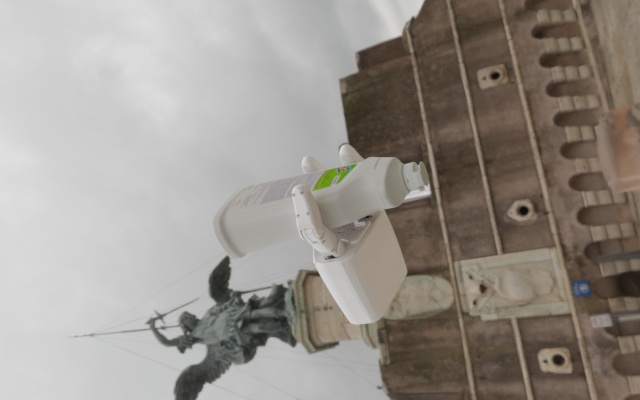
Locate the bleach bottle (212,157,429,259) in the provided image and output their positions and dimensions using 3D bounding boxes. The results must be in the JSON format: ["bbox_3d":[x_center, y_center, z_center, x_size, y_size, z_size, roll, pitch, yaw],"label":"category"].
[{"bbox_3d":[0.000,0.002,0.562,0.251,0.068,0.102,-13,28,26],"label":"bleach bottle"}]
